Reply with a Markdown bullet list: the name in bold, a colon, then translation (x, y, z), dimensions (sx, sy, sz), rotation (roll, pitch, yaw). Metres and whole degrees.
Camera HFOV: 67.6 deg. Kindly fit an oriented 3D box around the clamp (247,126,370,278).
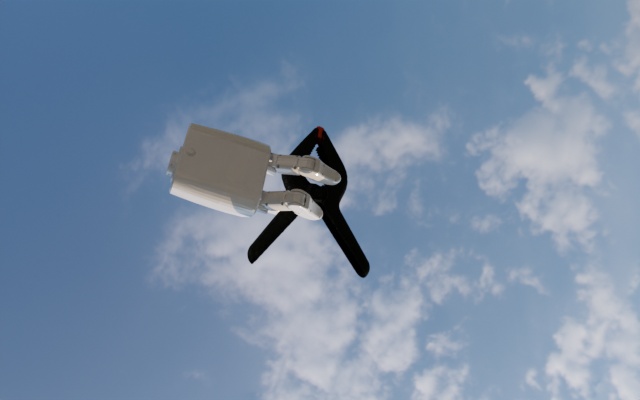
- **clamp**: translation (0.000, 0.002, 0.644), dimensions (0.164, 0.210, 0.036), rotation (17, -24, -18)
